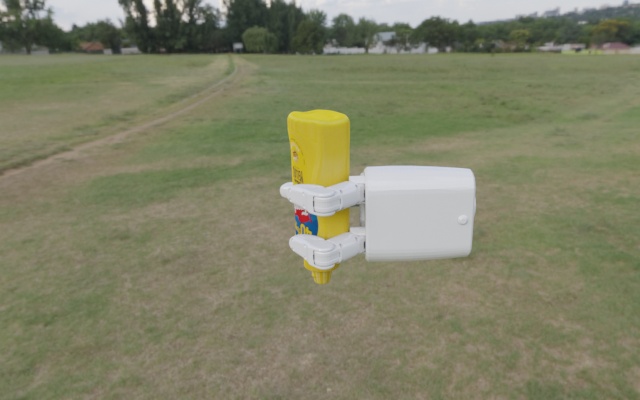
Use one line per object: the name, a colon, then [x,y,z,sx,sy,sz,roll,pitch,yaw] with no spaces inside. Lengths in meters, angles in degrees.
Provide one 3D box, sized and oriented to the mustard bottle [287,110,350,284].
mustard bottle: [0.000,0.001,0.521,0.058,0.192,0.096,-9,19,-20]
